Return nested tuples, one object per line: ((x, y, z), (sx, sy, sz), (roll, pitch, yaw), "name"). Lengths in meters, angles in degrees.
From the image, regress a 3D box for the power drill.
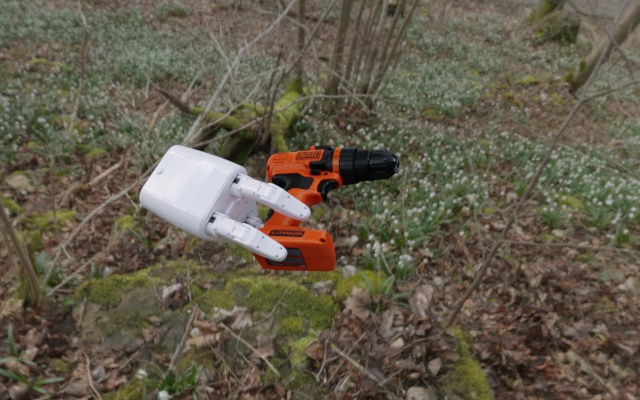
((0.000, 0.002, 0.606), (0.184, 0.057, 0.187), (-2, 42, 20), "power drill")
